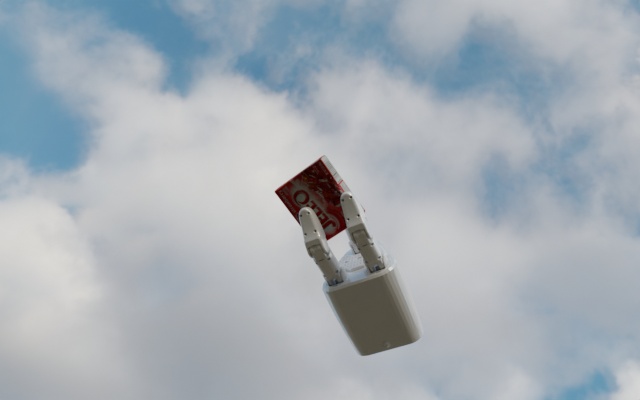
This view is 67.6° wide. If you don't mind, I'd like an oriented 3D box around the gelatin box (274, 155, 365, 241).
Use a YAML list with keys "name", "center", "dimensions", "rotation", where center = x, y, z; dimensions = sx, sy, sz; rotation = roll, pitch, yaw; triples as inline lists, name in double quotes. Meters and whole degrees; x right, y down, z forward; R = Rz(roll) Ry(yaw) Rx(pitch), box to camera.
- name: "gelatin box"
  center: [0.000, 0.001, 0.582]
  dimensions: [0.073, 0.089, 0.030]
  rotation: [-34, 5, 20]
